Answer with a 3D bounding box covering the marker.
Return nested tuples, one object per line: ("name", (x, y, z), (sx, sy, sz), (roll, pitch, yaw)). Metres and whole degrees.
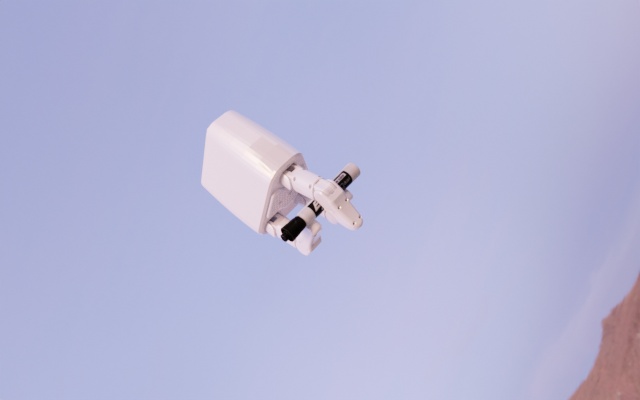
("marker", (0.000, 0.002, 0.514), (0.121, 0.020, 0.020), (-44, 24, -28))
